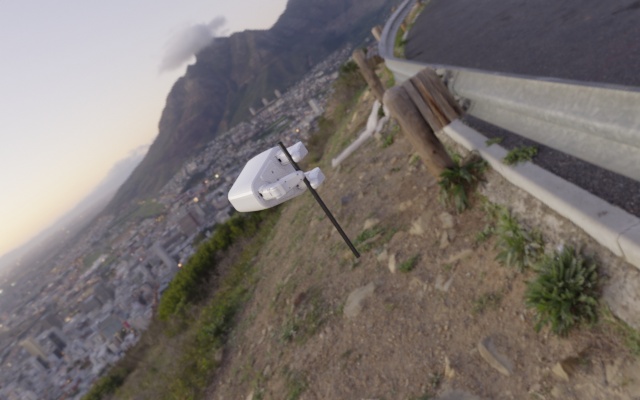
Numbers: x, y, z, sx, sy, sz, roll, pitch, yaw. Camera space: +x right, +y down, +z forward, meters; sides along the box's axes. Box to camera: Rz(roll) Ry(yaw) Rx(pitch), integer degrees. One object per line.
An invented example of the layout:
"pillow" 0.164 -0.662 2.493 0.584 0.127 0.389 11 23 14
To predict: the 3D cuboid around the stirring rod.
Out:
"stirring rod" 0.000 0.003 0.797 0.011 0.239 0.011 -32 16 10
